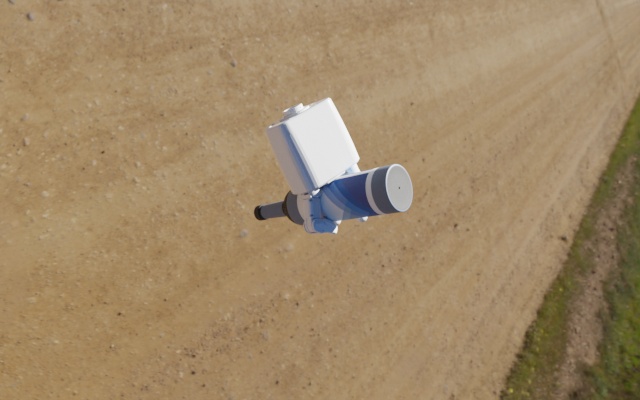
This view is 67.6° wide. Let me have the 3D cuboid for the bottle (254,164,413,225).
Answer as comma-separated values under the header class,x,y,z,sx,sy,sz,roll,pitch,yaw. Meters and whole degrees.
class,x,y,z,sx,sy,sz,roll,pitch,yaw
bottle,0.000,0.003,0.748,0.296,0.069,0.069,-10,-7,42
